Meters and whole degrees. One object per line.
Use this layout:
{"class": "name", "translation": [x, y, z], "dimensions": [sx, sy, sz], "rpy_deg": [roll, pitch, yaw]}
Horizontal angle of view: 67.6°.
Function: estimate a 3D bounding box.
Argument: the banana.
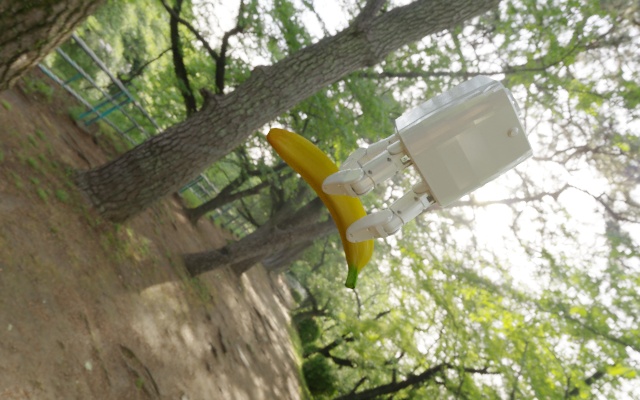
{"class": "banana", "translation": [0.011, -0.002, 0.535], "dimensions": [0.037, 0.198, 0.069], "rpy_deg": [-25, 8, 37]}
